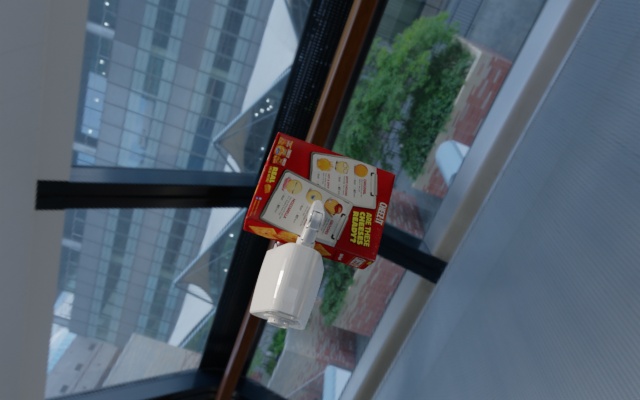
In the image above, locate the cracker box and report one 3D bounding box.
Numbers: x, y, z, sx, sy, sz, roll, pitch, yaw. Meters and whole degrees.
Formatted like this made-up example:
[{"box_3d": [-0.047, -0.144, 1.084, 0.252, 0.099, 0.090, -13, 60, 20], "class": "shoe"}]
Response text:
[{"box_3d": [0.000, 0.002, 0.796, 0.214, 0.164, 0.072, 19, -24, -6], "class": "cracker box"}]
